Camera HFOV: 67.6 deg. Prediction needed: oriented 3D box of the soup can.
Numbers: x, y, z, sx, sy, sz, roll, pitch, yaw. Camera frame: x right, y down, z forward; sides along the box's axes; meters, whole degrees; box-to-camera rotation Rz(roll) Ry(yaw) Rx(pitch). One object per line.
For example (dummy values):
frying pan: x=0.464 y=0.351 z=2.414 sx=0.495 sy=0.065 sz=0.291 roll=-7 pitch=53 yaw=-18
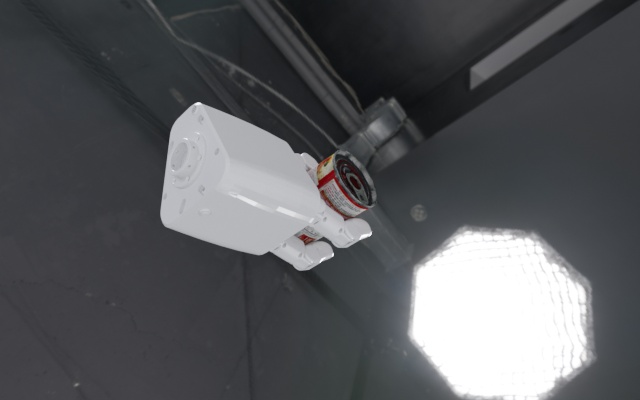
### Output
soup can: x=0.000 y=0.002 z=0.512 sx=0.102 sy=0.068 sz=0.068 roll=-34 pitch=-18 yaw=28
